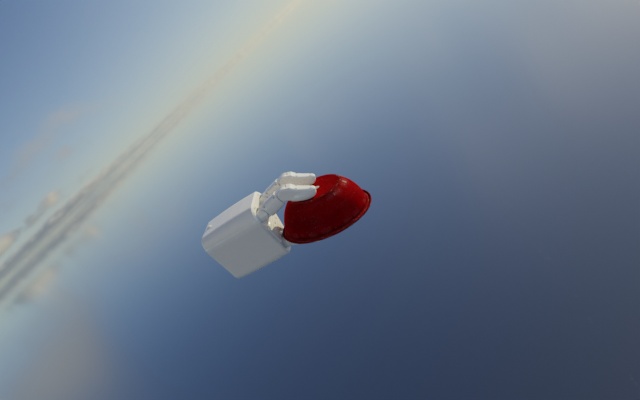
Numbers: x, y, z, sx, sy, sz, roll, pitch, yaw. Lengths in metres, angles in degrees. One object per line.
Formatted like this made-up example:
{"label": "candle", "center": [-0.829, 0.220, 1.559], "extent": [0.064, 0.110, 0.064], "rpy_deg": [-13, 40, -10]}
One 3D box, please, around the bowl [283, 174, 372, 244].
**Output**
{"label": "bowl", "center": [0.001, 0.002, 0.789], "extent": [0.162, 0.055, 0.162], "rpy_deg": [-21, 23, 9]}
